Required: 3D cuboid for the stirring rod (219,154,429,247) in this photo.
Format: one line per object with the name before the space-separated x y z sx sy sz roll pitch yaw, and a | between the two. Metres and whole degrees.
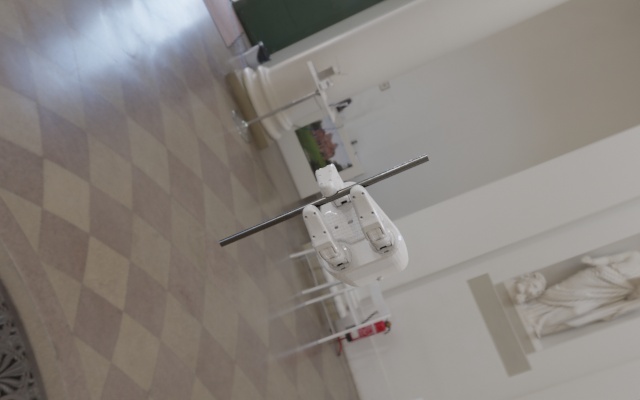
stirring rod | 0.000 0.002 0.508 0.239 0.011 0.011 -23 -4 9
